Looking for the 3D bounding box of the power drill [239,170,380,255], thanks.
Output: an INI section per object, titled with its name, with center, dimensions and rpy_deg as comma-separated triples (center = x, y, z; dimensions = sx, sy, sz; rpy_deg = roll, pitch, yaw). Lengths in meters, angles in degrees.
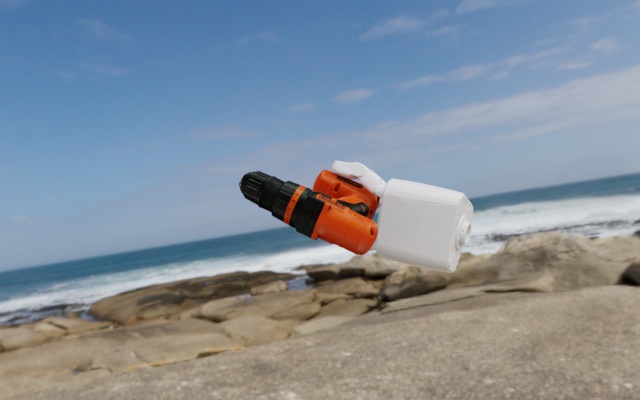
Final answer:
[power drill]
center = 0.000, 0.002, 0.654
dimensions = 0.184, 0.057, 0.187
rpy_deg = 27, 17, 10
